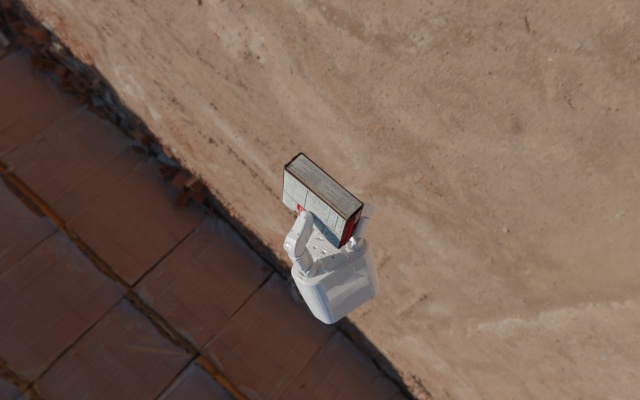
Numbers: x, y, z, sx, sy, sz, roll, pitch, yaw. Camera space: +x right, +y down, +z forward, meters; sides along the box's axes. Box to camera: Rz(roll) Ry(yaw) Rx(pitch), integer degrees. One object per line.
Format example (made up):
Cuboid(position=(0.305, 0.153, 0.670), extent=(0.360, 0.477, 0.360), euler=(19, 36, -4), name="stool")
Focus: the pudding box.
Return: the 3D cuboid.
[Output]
Cuboid(position=(0.000, 0.002, 0.632), extent=(0.113, 0.039, 0.090), euler=(39, -27, 15), name="pudding box")
